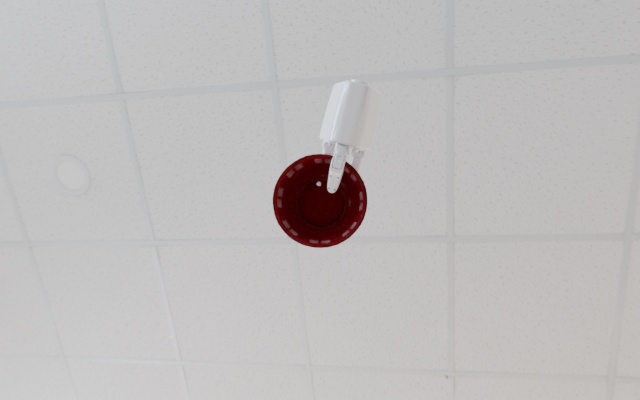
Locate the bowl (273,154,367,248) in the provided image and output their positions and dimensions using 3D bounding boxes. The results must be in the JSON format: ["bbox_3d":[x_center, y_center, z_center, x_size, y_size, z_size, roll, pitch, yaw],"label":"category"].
[{"bbox_3d":[0.000,0.004,0.836,0.162,0.162,0.055,0,-7,3],"label":"bowl"}]
